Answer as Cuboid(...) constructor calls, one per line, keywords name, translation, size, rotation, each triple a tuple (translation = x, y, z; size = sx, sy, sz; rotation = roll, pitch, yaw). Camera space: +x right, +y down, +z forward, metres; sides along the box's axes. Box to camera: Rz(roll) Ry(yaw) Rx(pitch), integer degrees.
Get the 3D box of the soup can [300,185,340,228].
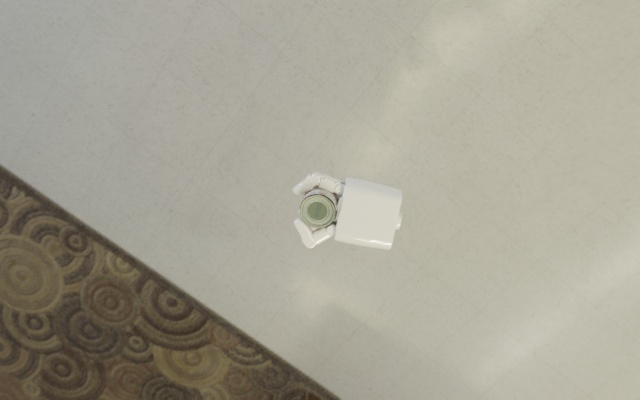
Cuboid(name="soup can", translation=(0.000, 0.003, 0.899), size=(0.068, 0.068, 0.102), rotation=(0, 21, 7))
